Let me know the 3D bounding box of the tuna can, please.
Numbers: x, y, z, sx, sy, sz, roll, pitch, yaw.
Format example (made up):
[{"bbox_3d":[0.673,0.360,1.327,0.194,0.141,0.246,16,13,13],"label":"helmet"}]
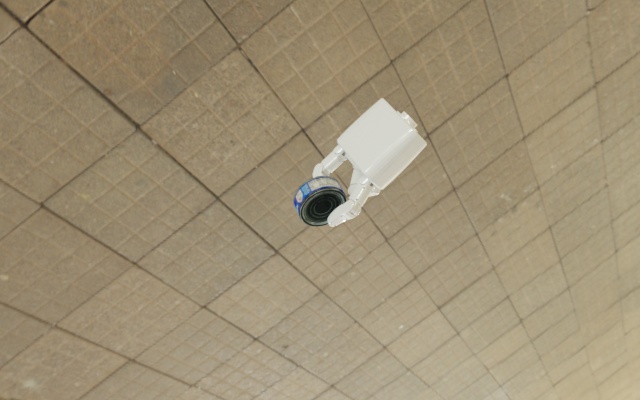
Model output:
[{"bbox_3d":[0.000,0.003,0.794,0.086,0.086,0.033,0,40,-25],"label":"tuna can"}]
